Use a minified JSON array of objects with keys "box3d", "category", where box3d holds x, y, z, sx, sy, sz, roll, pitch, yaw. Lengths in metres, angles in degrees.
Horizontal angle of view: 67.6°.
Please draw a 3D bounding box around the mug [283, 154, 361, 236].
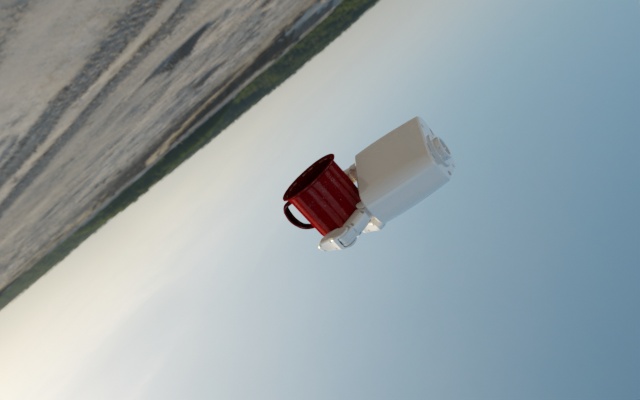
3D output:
[{"box3d":[-0.001,0.003,0.662,0.117,0.081,0.093,-35,17,27],"category":"mug"}]
